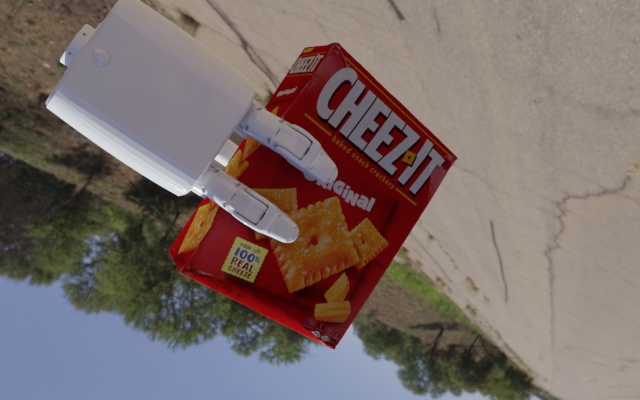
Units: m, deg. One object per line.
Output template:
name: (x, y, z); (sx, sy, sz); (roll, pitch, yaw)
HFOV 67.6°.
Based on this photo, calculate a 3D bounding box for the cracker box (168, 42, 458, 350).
cracker box: (0.000, 0.001, 0.418); (0.164, 0.213, 0.072); (36, -5, -28)
